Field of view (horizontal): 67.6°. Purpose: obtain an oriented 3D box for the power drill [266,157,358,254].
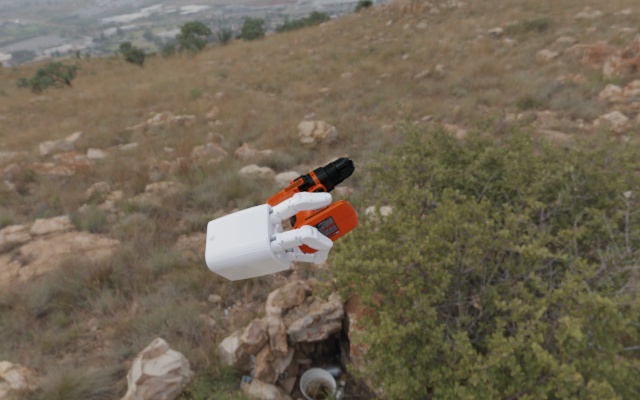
[{"bbox_3d":[0.000,0.003,0.827,0.184,0.057,0.187,-33,26,0],"label":"power drill"}]
